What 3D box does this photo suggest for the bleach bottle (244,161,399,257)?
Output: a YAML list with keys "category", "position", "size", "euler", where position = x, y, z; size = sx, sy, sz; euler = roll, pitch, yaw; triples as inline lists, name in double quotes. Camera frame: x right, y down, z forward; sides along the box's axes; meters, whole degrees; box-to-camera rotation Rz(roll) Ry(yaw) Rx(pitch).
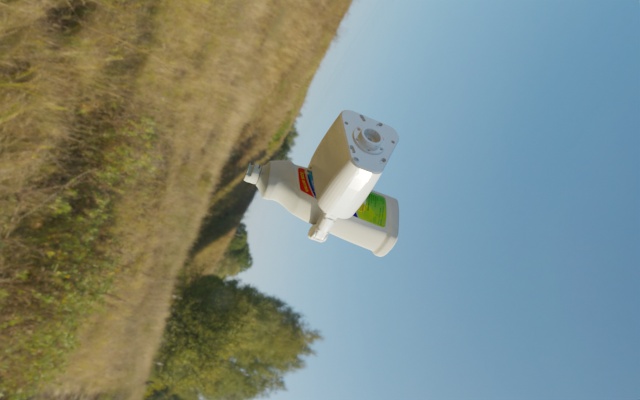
- category: "bleach bottle"
  position: [0.000, 0.002, 0.759]
  size: [0.251, 0.102, 0.068]
  euler: [20, -42, -12]
